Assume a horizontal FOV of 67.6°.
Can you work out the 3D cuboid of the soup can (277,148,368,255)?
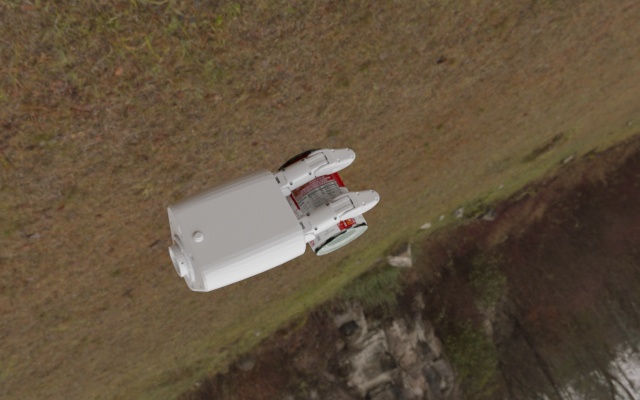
[{"bbox_3d":[0.001,0.002,0.539,0.068,0.102,0.068,-27,-15,-8],"label":"soup can"}]
